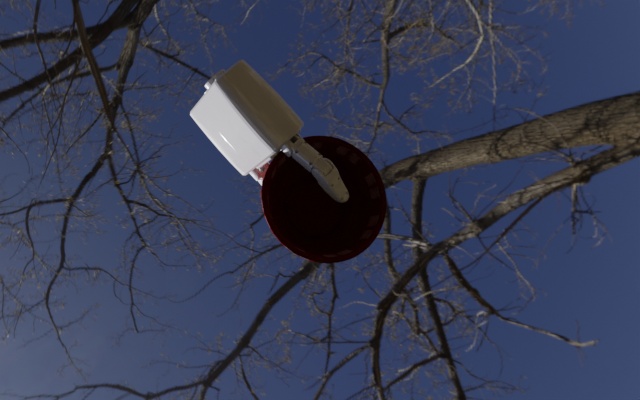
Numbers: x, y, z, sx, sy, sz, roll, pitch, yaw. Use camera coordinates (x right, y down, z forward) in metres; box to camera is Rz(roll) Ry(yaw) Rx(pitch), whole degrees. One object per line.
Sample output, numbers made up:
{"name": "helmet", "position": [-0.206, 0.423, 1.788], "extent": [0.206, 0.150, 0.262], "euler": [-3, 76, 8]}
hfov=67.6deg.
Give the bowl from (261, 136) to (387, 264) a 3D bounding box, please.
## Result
{"name": "bowl", "position": [0.001, 0.003, 0.611], "extent": [0.162, 0.162, 0.055], "euler": [0, -13, -17]}
